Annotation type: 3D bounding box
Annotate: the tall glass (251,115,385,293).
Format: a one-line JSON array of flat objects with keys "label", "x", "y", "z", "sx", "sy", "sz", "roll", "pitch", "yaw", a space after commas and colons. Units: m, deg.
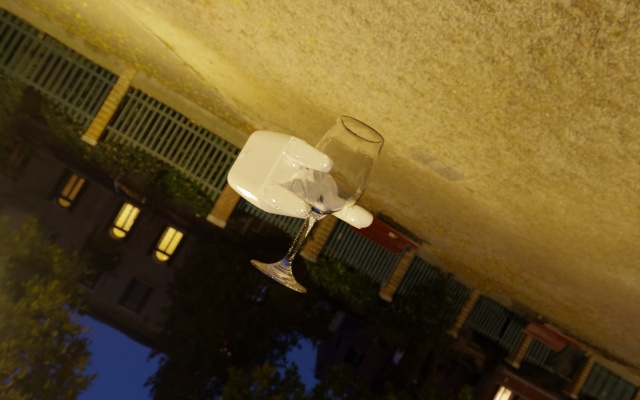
[{"label": "tall glass", "x": 0.000, "y": 0.002, "z": 0.558, "sx": 0.079, "sy": 0.201, "sz": 0.079, "roll": 30, "pitch": -3, "yaw": 2}]
